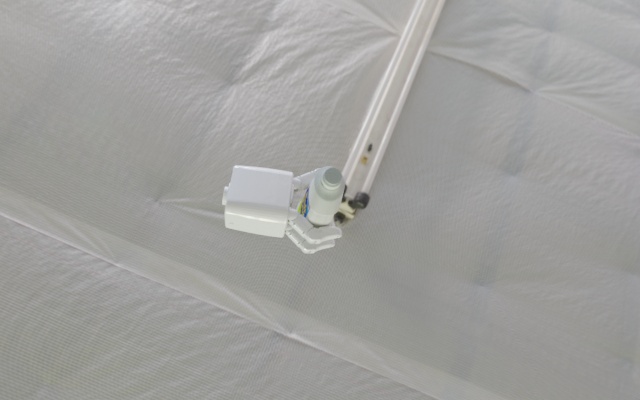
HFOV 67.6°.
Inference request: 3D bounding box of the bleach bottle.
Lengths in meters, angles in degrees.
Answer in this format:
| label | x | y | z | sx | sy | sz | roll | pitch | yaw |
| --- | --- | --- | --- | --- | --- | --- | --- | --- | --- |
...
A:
| label | x | y | z | sx | sy | sz | roll | pitch | yaw |
| --- | --- | --- | --- | --- | --- | --- | --- | --- | --- |
| bleach bottle | 0.000 | 0.003 | 0.837 | 0.068 | 0.102 | 0.251 | 10 | -24 | -6 |
